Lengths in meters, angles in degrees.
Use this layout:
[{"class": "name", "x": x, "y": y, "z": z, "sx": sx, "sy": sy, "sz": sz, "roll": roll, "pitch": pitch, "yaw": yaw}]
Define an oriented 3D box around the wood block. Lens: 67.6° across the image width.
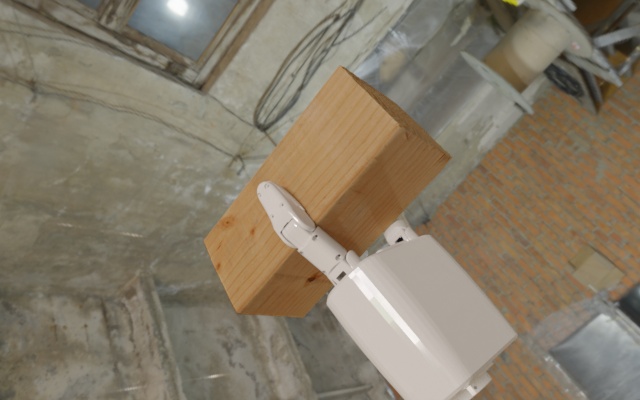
[{"class": "wood block", "x": 0.000, "y": 0.002, "z": 0.423, "sx": 0.091, "sy": 0.206, "sz": 0.090, "roll": 19, "pitch": 28, "yaw": -48}]
